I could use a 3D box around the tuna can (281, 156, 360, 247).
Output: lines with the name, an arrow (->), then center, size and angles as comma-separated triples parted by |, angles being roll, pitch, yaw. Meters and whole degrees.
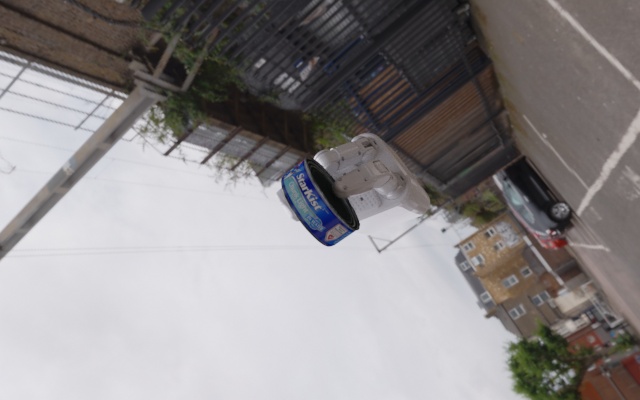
tuna can -> 0.000, 0.002, 0.463 | 0.034, 0.086, 0.086 | -35, -9, 13
